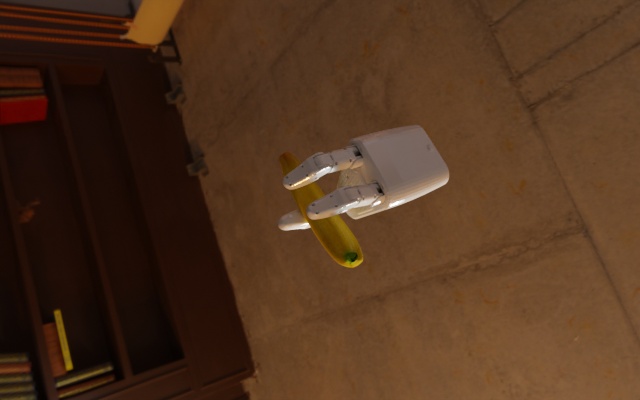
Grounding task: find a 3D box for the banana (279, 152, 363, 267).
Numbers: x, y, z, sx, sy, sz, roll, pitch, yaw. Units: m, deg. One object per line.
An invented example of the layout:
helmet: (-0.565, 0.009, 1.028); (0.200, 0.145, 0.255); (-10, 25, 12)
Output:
banana: (0.003, 0.017, 0.584); (0.037, 0.070, 0.197); (-24, 49, -14)
